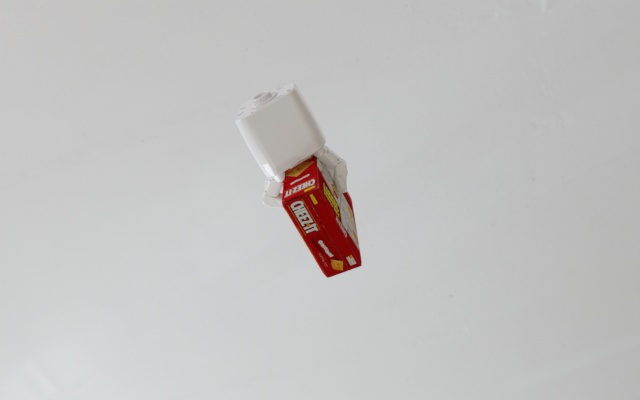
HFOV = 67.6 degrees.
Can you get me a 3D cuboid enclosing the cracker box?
[{"bbox_3d":[0.000,0.003,0.825,0.072,0.164,0.213,-24,28,12],"label":"cracker box"}]
